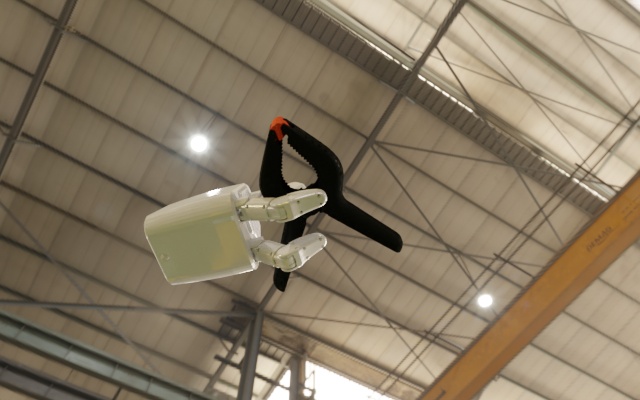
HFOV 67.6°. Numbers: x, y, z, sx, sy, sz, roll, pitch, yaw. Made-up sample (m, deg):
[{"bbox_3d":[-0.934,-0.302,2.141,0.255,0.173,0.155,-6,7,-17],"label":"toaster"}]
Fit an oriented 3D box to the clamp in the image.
[{"bbox_3d":[0.000,0.001,0.545,0.164,0.210,0.036,-14,25,3],"label":"clamp"}]
